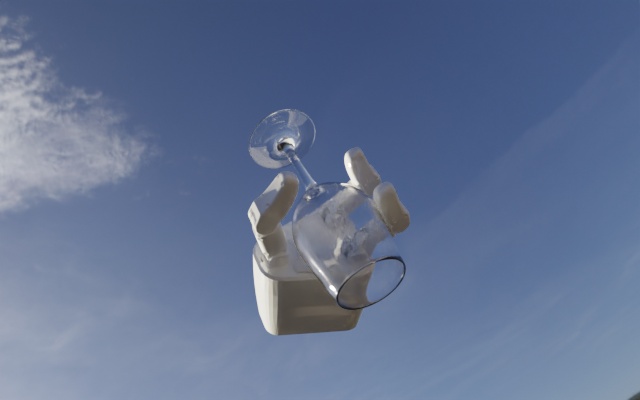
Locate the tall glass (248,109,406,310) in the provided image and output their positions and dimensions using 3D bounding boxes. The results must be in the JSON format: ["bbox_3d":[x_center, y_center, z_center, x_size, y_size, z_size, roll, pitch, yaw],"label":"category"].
[{"bbox_3d":[0.000,0.001,0.436,0.079,0.079,0.201,0,40,-32],"label":"tall glass"}]
